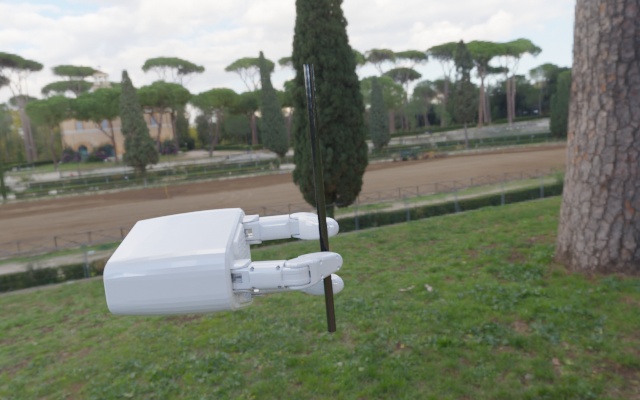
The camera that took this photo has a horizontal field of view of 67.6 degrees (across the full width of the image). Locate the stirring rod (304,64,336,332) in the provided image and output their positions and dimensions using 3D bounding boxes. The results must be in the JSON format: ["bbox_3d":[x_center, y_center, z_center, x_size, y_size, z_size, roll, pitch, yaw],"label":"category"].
[{"bbox_3d":[0.000,0.002,0.427,0.011,0.239,0.011,-5,7,1],"label":"stirring rod"}]
